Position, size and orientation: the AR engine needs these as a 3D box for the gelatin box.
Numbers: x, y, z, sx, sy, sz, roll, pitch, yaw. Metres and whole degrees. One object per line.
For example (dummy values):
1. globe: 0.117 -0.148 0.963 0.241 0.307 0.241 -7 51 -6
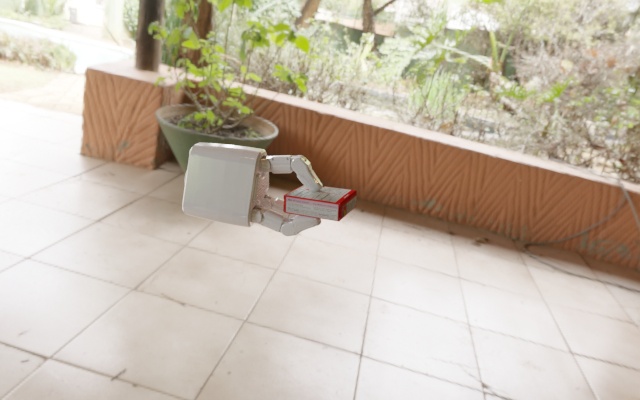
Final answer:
1. gelatin box: 0.000 0.002 0.700 0.089 0.030 0.073 8 18 21
